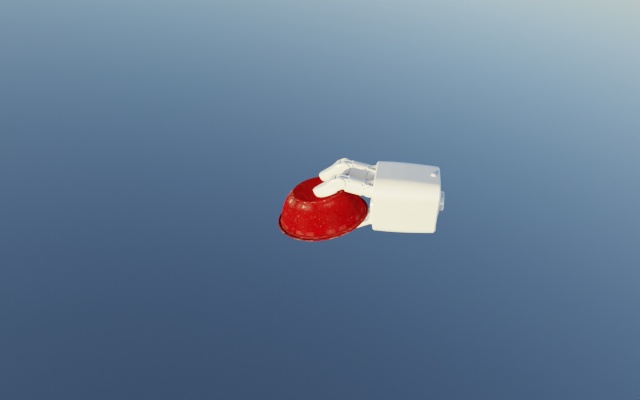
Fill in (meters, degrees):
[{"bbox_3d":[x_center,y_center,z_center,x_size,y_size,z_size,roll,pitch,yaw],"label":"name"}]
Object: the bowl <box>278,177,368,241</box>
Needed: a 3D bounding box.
[{"bbox_3d":[-0.001,0.003,0.832,0.162,0.055,0.162,-9,30,5],"label":"bowl"}]
